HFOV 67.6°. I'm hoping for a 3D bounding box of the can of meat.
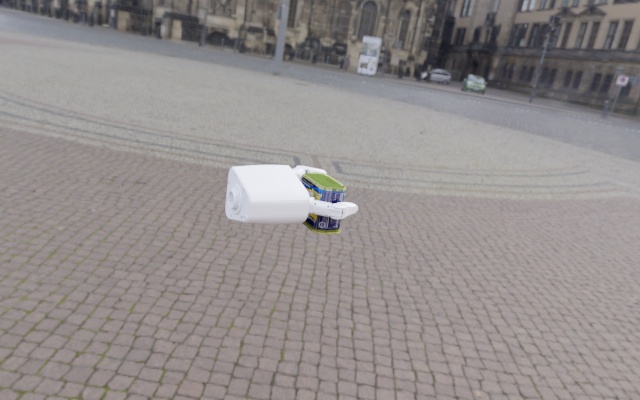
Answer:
[{"bbox_3d":[0.000,0.003,0.852,0.057,0.084,0.102,-1,20,-28],"label":"can of meat"}]
